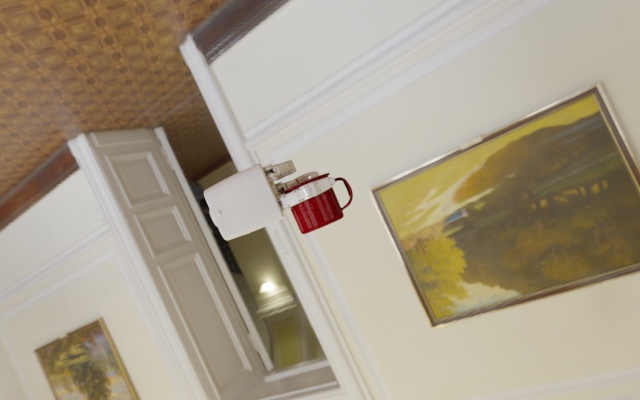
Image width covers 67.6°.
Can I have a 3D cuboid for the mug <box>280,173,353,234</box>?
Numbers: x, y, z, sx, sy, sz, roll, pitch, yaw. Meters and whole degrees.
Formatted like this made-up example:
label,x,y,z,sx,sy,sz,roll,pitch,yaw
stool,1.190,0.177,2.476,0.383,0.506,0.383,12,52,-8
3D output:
label,x,y,z,sx,sy,sz,roll,pitch,yaw
mug,0.002,0.002,0.825,0.117,0.081,0.093,-23,-2,1
